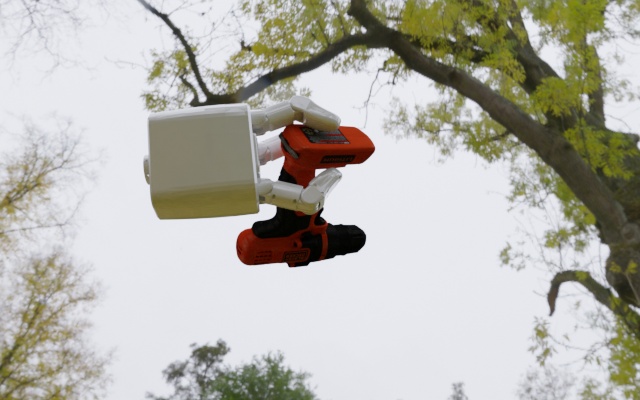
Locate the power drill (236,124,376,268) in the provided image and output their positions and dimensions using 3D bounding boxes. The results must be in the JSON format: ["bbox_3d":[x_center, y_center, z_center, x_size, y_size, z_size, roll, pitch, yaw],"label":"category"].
[{"bbox_3d":[0.000,0.002,0.582,0.184,0.188,0.057,-3,38,-31],"label":"power drill"}]
